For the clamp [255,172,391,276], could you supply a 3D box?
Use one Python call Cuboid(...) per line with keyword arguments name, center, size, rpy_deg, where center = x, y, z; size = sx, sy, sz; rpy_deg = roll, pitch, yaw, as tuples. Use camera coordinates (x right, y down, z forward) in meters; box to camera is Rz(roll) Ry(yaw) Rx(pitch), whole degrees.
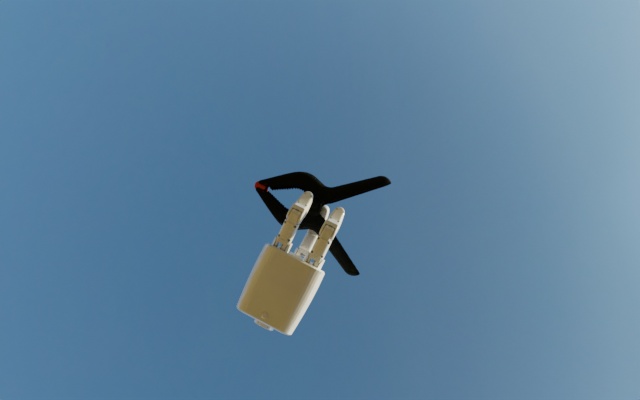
Cuboid(name="clamp", center=(0.000, 0.003, 0.760), size=(0.210, 0.164, 0.036), rpy_deg=(26, -9, 6))
